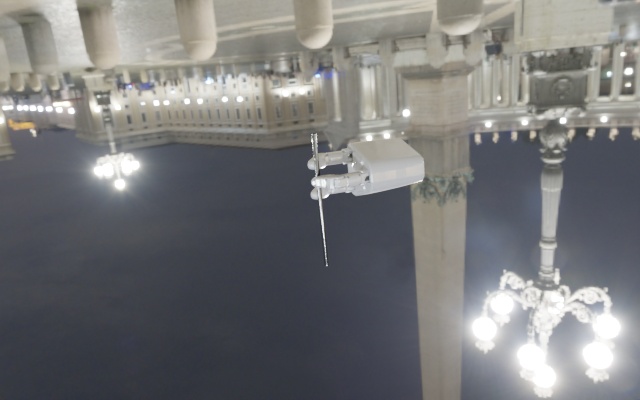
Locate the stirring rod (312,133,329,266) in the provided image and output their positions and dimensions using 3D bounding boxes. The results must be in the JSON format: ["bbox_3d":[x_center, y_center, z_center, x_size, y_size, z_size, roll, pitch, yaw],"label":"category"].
[{"bbox_3d":[0.000,0.003,0.839,0.011,0.239,0.011,-5,15,1],"label":"stirring rod"}]
